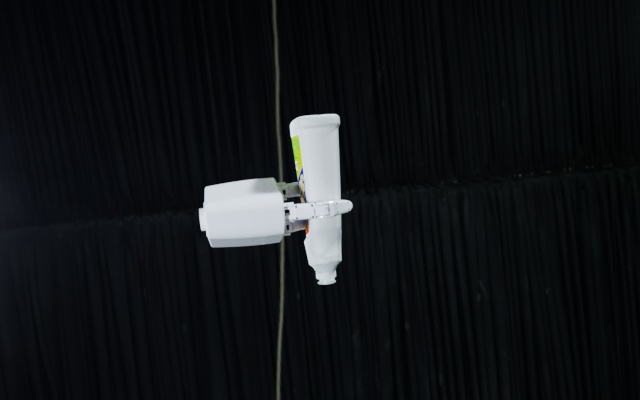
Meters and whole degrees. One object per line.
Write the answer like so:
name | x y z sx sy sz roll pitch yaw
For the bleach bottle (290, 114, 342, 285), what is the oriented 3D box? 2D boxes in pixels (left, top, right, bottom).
bleach bottle | 0.000 0.002 0.721 0.068 0.251 0.102 -6 4 -11
